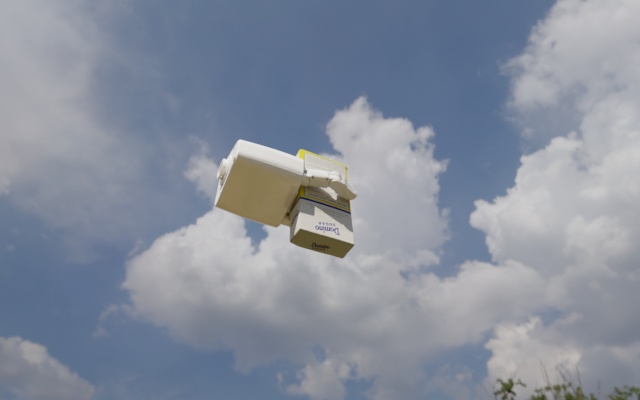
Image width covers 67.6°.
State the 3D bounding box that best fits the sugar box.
[{"bbox_3d":[0.000,0.003,0.763,0.093,0.176,0.048,18,-45,-19],"label":"sugar box"}]
